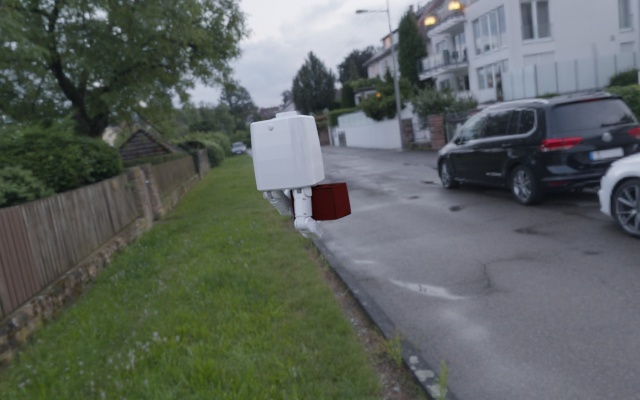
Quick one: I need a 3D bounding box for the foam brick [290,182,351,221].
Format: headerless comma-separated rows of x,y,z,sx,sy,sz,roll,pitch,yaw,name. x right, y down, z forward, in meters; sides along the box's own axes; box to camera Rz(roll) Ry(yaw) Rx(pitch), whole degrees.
0.000,0.003,0.746,0.078,0.051,0.053,-4,8,29,foam brick
